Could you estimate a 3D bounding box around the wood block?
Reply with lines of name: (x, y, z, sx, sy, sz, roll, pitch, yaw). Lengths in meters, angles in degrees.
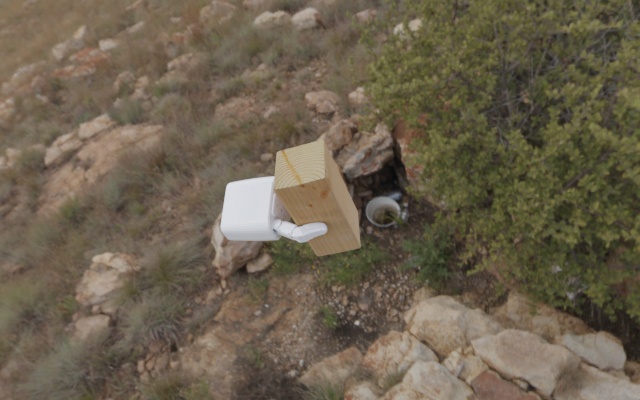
wood block: (0.000, 0.003, 0.856, 0.090, 0.090, 0.206, -13, -41, 15)
